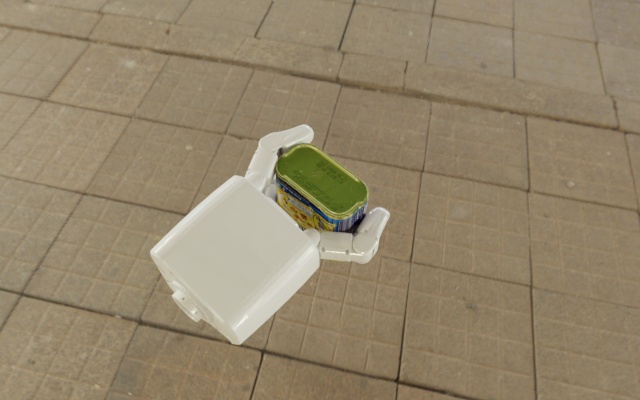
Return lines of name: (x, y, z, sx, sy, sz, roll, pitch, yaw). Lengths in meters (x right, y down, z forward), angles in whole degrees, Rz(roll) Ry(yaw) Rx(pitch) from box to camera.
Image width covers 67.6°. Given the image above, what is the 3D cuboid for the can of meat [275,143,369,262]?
can of meat: (0.000, 0.001, 0.488, 0.102, 0.057, 0.084, 38, -27, 22)
